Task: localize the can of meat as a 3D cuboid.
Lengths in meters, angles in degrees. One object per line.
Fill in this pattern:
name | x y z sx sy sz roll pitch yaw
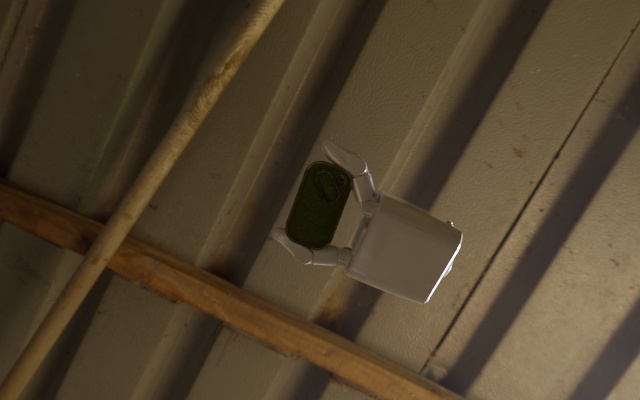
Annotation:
can of meat | 0.000 0.002 0.590 0.057 0.102 0.084 20 7 1
